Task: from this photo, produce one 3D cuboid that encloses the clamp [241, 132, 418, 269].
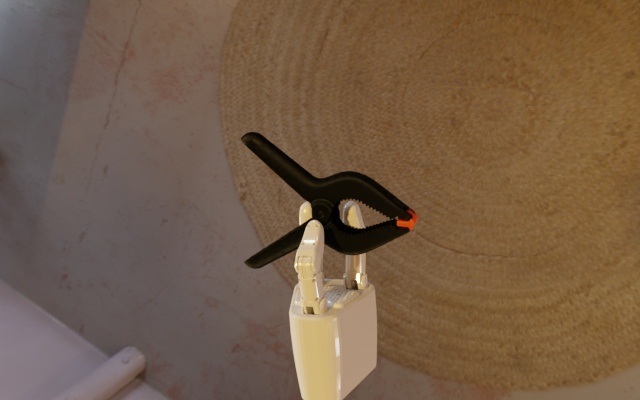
[{"bbox_3d":[0.000,0.002,0.532,0.210,0.164,0.036,-1,16,20],"label":"clamp"}]
